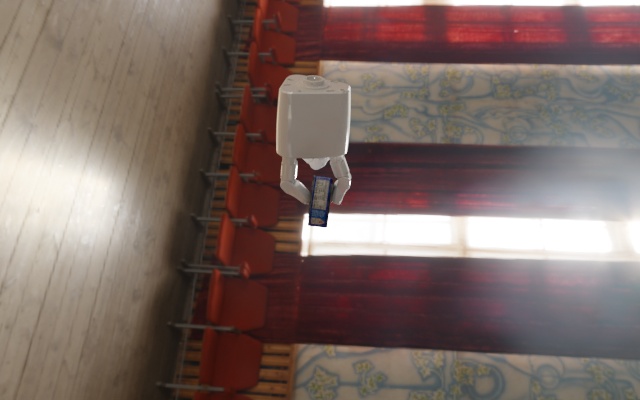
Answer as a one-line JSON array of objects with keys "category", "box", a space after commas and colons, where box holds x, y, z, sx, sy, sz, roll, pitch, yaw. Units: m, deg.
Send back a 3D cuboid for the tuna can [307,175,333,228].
[{"category": "tuna can", "box": [0.001, 0.003, 0.797, 0.034, 0.086, 0.086, 7, 0, 1]}]
